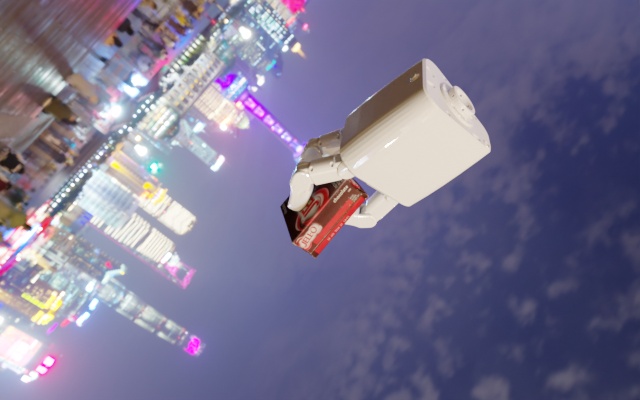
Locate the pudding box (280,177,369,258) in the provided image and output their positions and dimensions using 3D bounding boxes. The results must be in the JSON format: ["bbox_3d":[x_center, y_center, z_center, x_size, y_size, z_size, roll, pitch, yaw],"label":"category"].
[{"bbox_3d":[0.000,0.002,0.543,0.039,0.090,0.113,38,8,-19],"label":"pudding box"}]
